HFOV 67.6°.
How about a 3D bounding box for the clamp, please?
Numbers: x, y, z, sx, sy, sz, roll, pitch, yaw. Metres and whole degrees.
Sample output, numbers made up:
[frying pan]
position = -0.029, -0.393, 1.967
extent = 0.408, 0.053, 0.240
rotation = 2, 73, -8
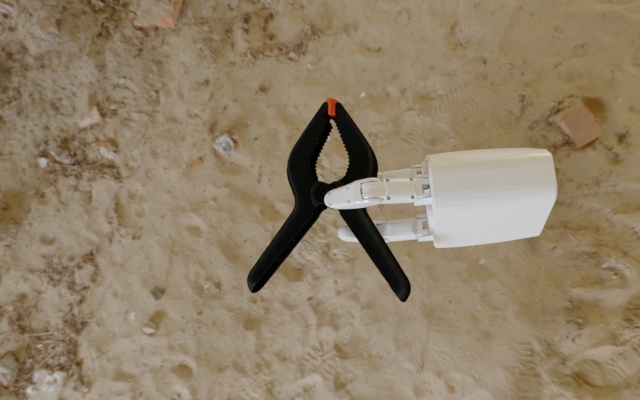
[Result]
[clamp]
position = 0.000, 0.001, 0.487
extent = 0.164, 0.210, 0.036
rotation = -6, -10, 12
